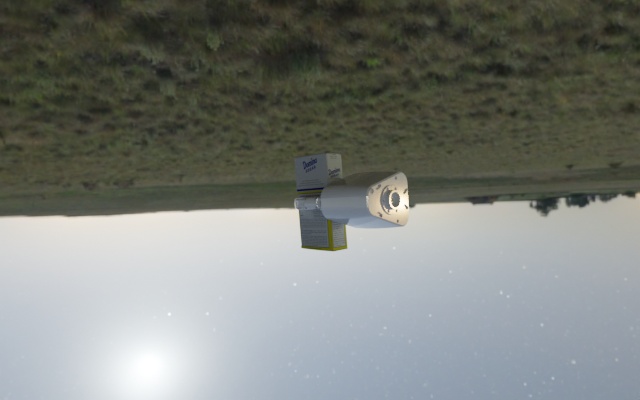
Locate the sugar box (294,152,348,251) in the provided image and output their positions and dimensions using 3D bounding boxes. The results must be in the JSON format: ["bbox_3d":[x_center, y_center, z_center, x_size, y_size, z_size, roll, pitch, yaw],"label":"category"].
[{"bbox_3d":[0.001,0.003,0.885,0.048,0.176,0.093,-2,0,-42],"label":"sugar box"}]
